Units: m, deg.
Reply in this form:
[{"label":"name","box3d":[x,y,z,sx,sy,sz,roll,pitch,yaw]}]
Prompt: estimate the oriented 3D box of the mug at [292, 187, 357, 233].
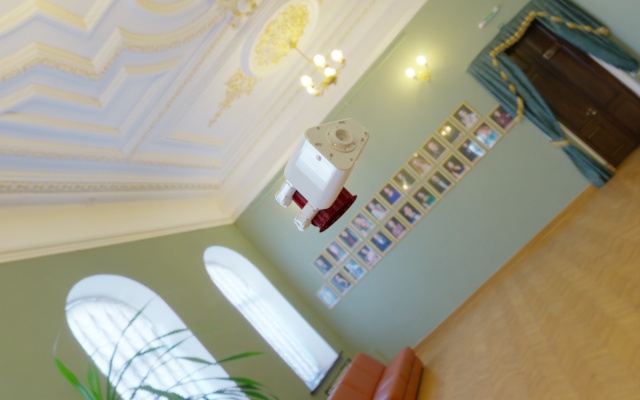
[{"label":"mug","box3d":[0.000,0.003,0.856,0.093,0.081,0.117,-37,-13,-37]}]
